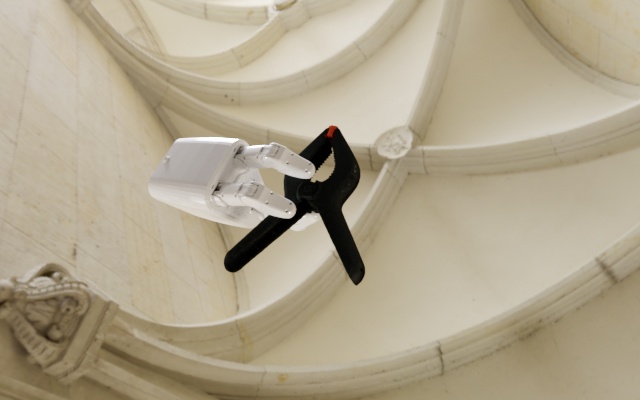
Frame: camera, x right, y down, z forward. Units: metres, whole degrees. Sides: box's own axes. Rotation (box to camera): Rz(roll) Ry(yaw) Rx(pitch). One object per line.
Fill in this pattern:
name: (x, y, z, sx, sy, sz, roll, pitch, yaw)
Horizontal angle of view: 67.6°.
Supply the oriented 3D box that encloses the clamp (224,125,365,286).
clamp: (0.000, 0.002, 0.538, 0.164, 0.210, 0.036, 8, -32, 30)
